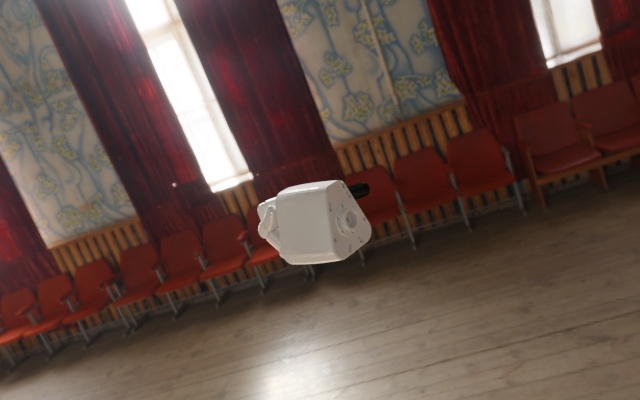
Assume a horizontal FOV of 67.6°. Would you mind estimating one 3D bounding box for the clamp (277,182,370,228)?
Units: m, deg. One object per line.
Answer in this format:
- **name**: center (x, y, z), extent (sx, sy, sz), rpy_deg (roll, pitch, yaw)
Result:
- **clamp**: center (0.000, 0.002, 0.812), extent (0.120, 0.039, 0.171), rpy_deg (-9, 16, 45)
